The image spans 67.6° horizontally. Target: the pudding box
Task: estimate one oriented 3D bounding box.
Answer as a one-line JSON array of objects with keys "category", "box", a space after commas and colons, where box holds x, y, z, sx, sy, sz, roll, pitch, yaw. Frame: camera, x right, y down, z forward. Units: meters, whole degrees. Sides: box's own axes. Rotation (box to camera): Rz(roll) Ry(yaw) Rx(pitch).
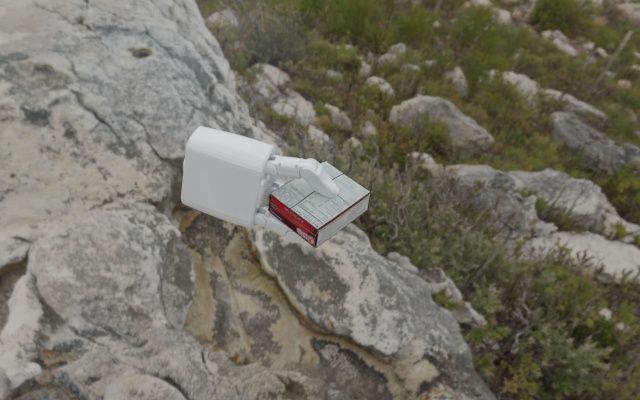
[{"category": "pudding box", "box": [0.000, 0.002, 0.640, 0.090, 0.039, 0.113, 37, 52, 26]}]
